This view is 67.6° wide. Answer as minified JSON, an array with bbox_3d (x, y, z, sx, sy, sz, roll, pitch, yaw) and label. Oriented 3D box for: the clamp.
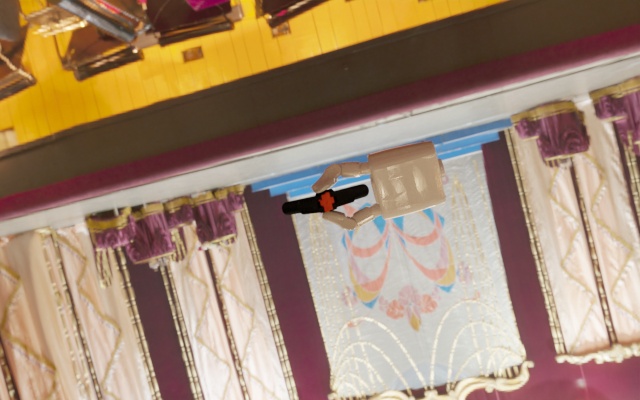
[{"bbox_3d":[0.000,0.003,0.805,0.164,0.036,0.210,-14,1,7],"label":"clamp"}]
